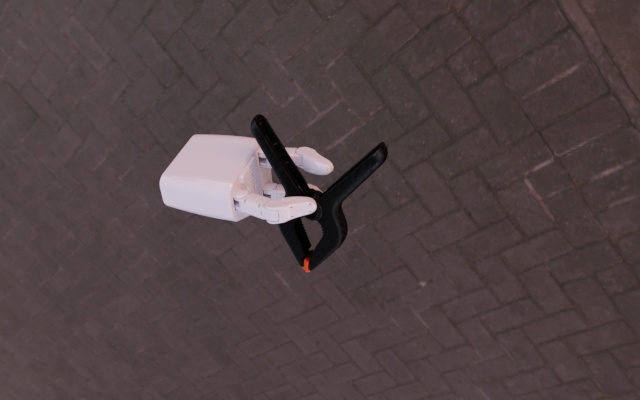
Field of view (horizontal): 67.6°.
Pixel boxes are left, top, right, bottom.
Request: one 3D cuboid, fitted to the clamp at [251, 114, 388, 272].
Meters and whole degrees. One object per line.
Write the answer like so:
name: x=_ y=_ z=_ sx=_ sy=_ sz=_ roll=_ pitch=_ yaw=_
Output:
clamp: x=0.000 y=0.003 z=0.584 sx=0.164 sy=0.210 sz=0.036 roll=10 pitch=33 yaw=21
